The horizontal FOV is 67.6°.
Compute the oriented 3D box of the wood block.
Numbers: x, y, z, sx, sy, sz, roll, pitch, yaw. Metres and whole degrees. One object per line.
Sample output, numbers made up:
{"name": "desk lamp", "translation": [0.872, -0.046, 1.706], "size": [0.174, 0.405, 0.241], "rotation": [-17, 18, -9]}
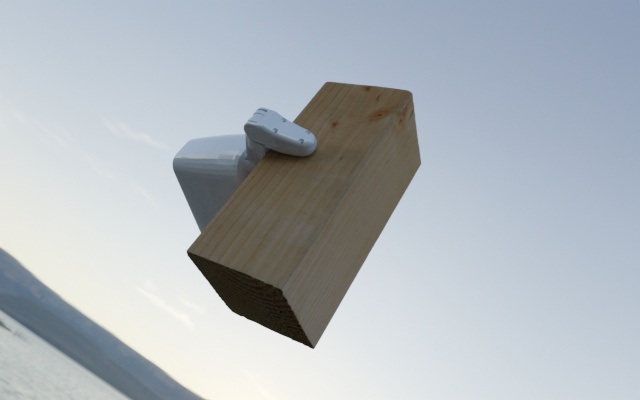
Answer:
{"name": "wood block", "translation": [0.000, 0.001, 0.400], "size": [0.090, 0.206, 0.091], "rotation": [15, -34, 30]}
